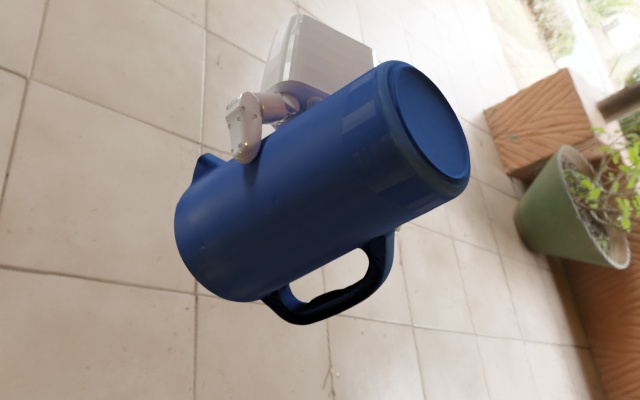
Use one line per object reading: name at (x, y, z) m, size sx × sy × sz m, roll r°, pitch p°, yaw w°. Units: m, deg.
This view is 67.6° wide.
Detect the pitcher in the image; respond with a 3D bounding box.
pitcher at (0.000, 0.001, 0.402) m, size 0.149 × 0.145 × 0.243 m, roll 31°, pitch -43°, yaw -33°
